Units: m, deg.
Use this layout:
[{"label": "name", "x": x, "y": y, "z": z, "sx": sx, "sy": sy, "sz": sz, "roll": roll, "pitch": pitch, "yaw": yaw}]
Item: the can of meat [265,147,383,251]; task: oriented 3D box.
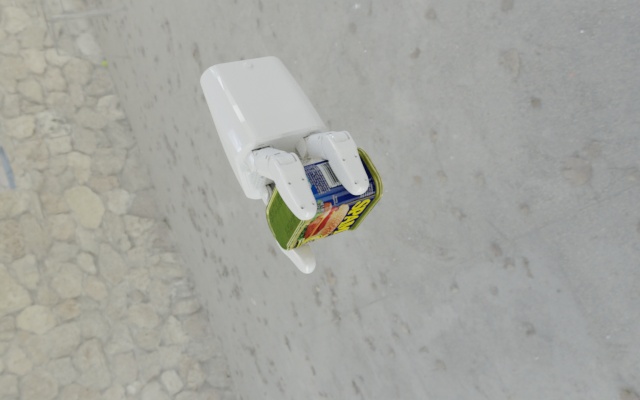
[{"label": "can of meat", "x": 0.000, "y": 0.002, "z": 0.466, "sx": 0.084, "sy": 0.057, "sz": 0.102, "roll": -17, "pitch": -22, "yaw": -27}]
